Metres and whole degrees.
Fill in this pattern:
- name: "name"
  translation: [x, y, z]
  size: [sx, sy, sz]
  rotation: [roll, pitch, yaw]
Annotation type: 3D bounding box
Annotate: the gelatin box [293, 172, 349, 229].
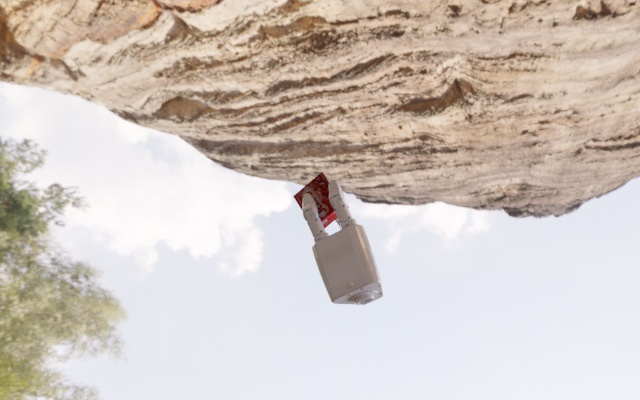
- name: "gelatin box"
  translation: [0.000, 0.003, 0.878]
  size: [0.073, 0.089, 0.030]
  rotation: [-39, -36, 9]
